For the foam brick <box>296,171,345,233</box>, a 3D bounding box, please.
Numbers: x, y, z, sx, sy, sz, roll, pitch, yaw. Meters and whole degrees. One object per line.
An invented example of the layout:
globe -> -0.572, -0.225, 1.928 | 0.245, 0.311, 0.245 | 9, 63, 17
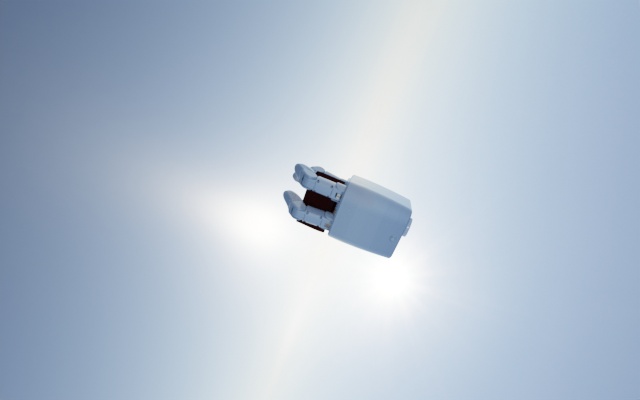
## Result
foam brick -> 0.000, 0.003, 0.774 | 0.051, 0.078, 0.053 | 23, 31, 5
